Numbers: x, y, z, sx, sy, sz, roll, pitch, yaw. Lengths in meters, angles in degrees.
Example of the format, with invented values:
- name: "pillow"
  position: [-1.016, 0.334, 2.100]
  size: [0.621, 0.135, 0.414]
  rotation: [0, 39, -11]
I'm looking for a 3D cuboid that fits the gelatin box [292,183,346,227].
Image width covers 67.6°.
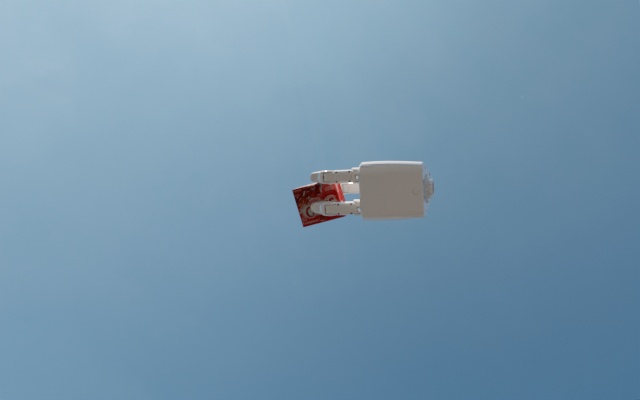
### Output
- name: "gelatin box"
  position: [0.000, 0.003, 0.871]
  size: [0.089, 0.073, 0.030]
  rotation: [-15, 4, 26]
